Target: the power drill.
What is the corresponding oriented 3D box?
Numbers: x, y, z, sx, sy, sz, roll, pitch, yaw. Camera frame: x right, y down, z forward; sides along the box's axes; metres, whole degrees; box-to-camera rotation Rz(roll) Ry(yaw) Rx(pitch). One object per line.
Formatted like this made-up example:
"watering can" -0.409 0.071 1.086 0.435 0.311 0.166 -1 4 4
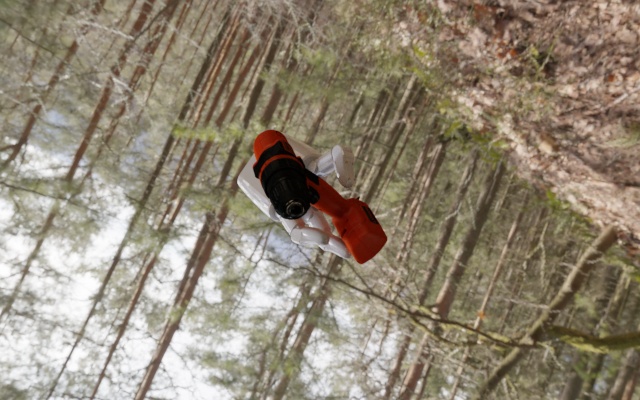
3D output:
"power drill" 0.000 0.002 0.590 0.188 0.057 0.184 40 14 -30
